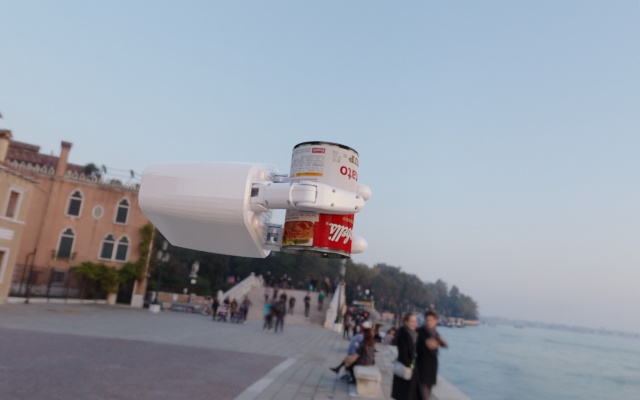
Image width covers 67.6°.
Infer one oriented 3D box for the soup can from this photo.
[{"bbox_3d":[0.001,0.001,0.460,0.068,0.102,0.068,6,-12,1],"label":"soup can"}]
